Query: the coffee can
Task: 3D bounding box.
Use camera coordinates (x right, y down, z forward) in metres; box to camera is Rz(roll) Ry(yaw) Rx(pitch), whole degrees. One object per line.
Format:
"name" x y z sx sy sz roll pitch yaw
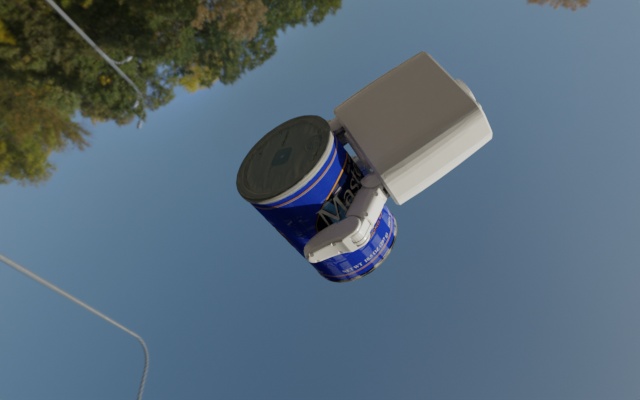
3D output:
"coffee can" 0.000 0.002 0.472 0.103 0.102 0.140 0 -37 40
